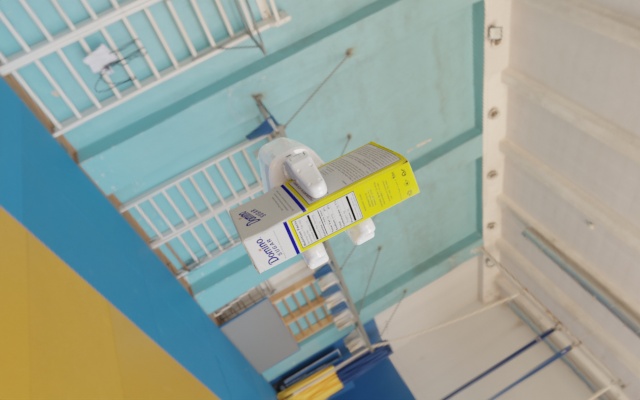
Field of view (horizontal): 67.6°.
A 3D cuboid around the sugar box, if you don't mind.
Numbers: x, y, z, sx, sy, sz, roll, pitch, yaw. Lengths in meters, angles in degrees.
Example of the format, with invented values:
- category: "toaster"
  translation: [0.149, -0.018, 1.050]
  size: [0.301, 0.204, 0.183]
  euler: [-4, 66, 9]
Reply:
- category: "sugar box"
  translation: [0.000, 0.002, 0.485]
  size: [0.176, 0.048, 0.093]
  euler: [-28, 23, -7]
